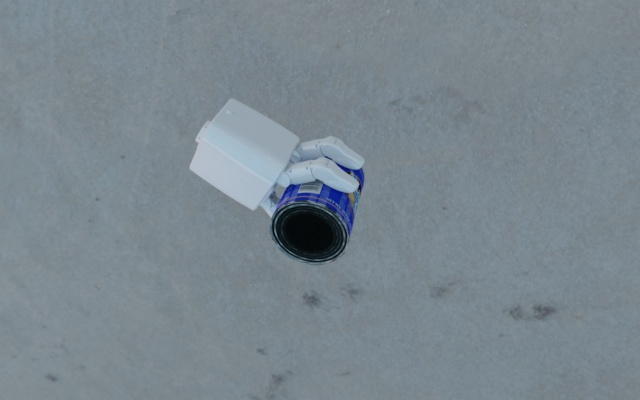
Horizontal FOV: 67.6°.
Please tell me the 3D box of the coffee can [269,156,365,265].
[{"bbox_3d":[0.000,0.002,0.645,0.103,0.103,0.140,0,36,15],"label":"coffee can"}]
